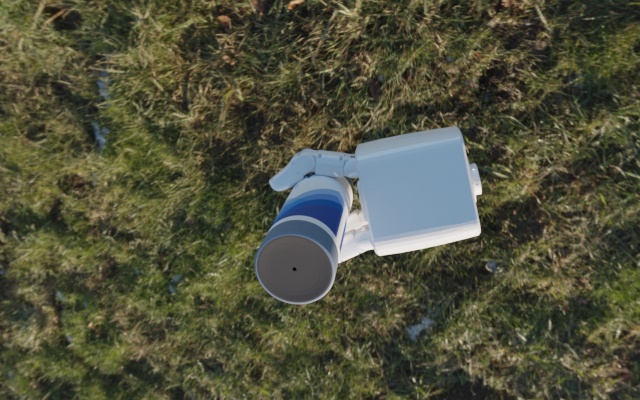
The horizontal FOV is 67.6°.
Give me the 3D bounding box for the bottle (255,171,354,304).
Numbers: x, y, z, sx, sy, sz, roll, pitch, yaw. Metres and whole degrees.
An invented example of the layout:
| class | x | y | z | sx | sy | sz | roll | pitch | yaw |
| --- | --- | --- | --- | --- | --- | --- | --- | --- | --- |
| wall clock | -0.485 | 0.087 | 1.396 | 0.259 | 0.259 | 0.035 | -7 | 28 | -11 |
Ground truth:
| class | x | y | z | sx | sy | sz | roll | pitch | yaw |
| --- | --- | --- | --- | --- | --- | --- | --- | --- | --- |
| bottle | 0.000 | 0.002 | 0.518 | 0.069 | 0.069 | 0.295 | 0 | 22 | 9 |
